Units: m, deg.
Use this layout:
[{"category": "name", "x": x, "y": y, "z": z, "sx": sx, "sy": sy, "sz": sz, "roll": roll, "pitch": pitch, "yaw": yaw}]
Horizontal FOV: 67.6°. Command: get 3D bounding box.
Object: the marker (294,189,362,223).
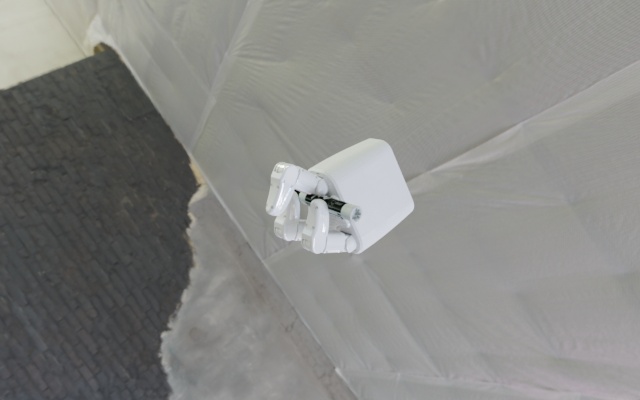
[{"category": "marker", "x": 0.000, "y": 0.002, "z": 0.557, "sx": 0.020, "sy": 0.020, "sz": 0.121, "roll": 0, "pitch": 12, "yaw": -41}]
